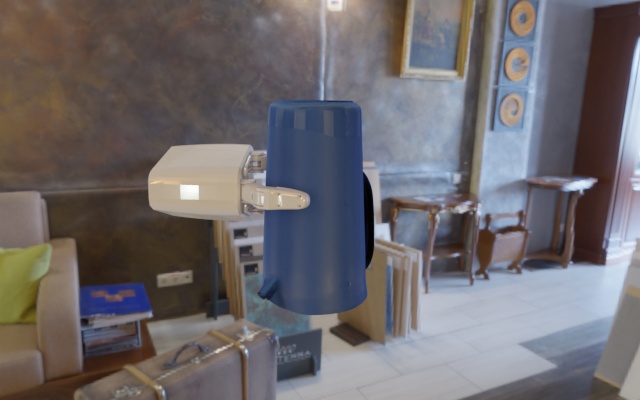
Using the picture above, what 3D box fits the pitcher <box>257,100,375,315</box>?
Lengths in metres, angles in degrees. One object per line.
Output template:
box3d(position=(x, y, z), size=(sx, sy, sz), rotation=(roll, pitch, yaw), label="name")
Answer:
box3d(position=(0.000, 0.002, 0.583), size=(0.145, 0.243, 0.149), rotation=(1, 12, 2), label="pitcher")
